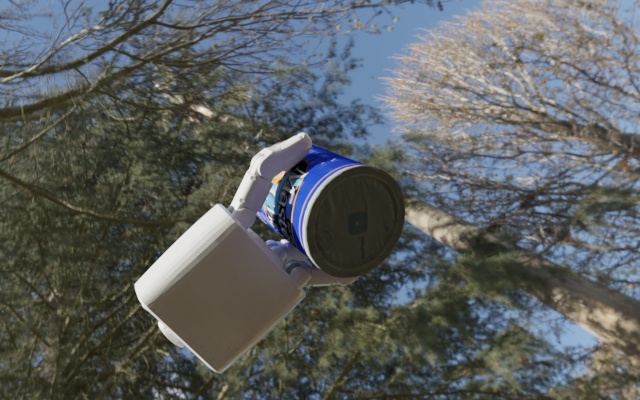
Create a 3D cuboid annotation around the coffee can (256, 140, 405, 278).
[{"bbox_3d":[0.000,0.001,0.472,0.103,0.103,0.140,0,16,-29],"label":"coffee can"}]
